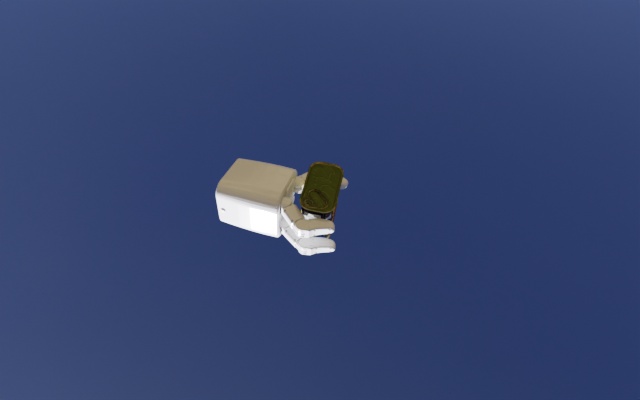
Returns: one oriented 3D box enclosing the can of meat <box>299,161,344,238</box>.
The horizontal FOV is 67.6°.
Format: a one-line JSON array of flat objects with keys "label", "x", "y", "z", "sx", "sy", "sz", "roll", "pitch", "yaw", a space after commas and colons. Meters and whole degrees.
[{"label": "can of meat", "x": 0.000, "y": 0.003, "z": 0.780, "sx": 0.057, "sy": 0.102, "sz": 0.084, "roll": 11, "pitch": -38, "yaw": 4}]
